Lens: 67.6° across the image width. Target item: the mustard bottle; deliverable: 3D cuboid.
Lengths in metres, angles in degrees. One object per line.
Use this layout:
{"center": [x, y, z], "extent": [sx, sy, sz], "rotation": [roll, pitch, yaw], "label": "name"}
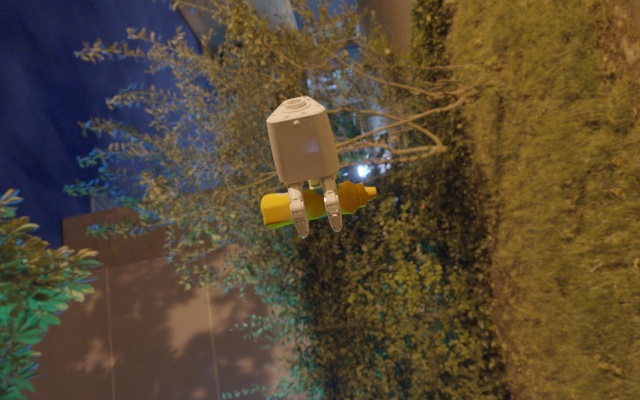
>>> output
{"center": [0.000, 0.003, 0.811], "extent": [0.191, 0.058, 0.096], "rotation": [-11, 5, 3], "label": "mustard bottle"}
